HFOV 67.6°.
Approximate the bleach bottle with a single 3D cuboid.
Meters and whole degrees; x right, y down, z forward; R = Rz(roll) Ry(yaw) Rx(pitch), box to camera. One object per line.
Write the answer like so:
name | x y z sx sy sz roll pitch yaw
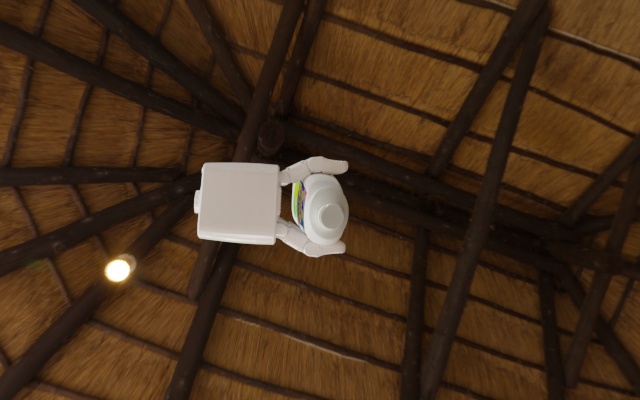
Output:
bleach bottle | 0.000 0.002 0.678 0.068 0.102 0.251 4 3 -7
